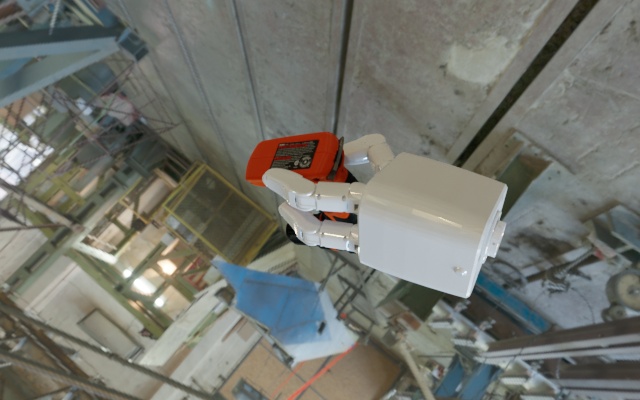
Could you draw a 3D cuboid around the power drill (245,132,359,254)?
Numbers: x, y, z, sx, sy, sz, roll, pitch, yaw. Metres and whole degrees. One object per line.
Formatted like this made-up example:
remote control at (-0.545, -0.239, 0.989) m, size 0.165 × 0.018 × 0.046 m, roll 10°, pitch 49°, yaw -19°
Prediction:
power drill at (0.000, 0.002, 0.547) m, size 0.184 × 0.057 × 0.188 m, roll -4°, pitch -31°, yaw 33°
